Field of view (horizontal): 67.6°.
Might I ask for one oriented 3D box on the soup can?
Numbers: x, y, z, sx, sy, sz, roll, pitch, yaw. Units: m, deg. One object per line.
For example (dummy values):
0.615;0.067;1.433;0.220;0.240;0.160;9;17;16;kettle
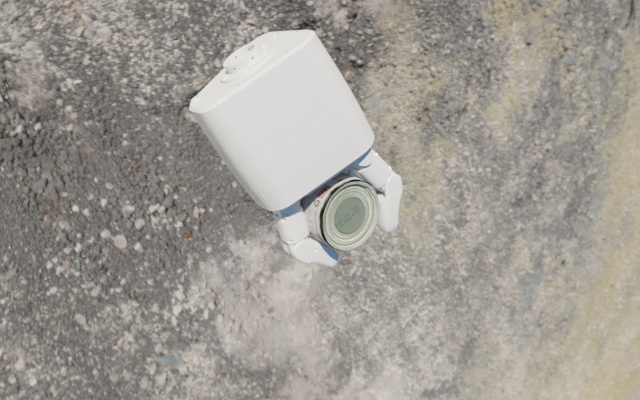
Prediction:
0.000;0.002;0.463;0.068;0.068;0.102;0;14;-36;soup can
